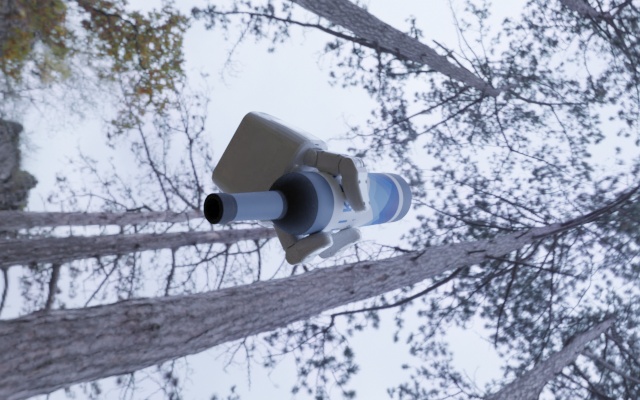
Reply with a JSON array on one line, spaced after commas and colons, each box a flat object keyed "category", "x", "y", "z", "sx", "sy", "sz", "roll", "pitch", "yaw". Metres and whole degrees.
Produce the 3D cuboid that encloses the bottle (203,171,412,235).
[{"category": "bottle", "x": 0.000, "y": 0.002, "z": 0.523, "sx": 0.069, "sy": 0.069, "sz": 0.296, "roll": 0, "pitch": 2, "yaw": 39}]
